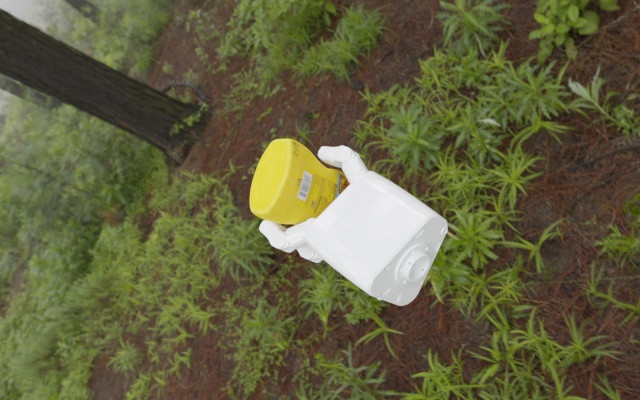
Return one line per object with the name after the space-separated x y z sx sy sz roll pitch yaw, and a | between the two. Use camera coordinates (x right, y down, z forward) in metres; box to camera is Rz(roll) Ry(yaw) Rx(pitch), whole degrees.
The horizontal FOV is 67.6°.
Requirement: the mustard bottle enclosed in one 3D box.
0.000 0.002 0.610 0.058 0.096 0.192 3 -17 41 | mustard bottle
